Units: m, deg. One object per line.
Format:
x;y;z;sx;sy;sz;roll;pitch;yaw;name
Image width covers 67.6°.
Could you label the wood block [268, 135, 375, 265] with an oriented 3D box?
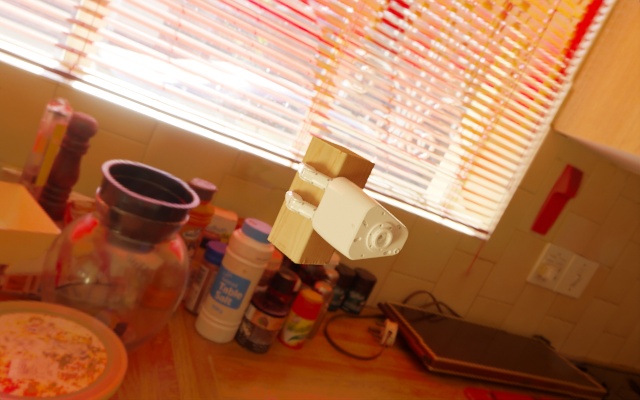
0.001;0.003;0.853;0.091;0.206;0.090;12;17;-49;wood block
